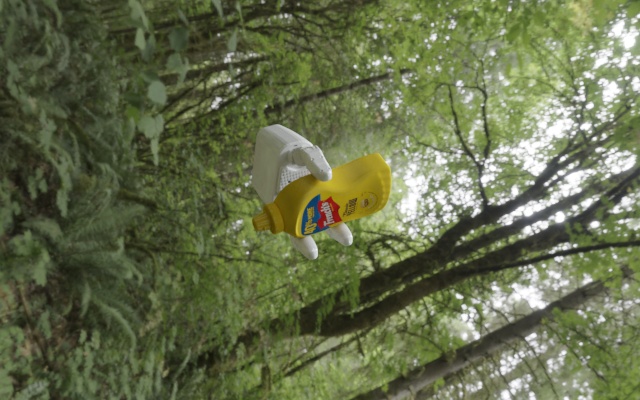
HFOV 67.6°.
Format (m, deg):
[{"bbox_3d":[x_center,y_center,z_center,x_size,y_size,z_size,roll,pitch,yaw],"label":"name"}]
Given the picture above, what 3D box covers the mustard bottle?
[{"bbox_3d":[0.000,0.002,0.642,0.191,0.058,0.096,-18,-36,-20],"label":"mustard bottle"}]
